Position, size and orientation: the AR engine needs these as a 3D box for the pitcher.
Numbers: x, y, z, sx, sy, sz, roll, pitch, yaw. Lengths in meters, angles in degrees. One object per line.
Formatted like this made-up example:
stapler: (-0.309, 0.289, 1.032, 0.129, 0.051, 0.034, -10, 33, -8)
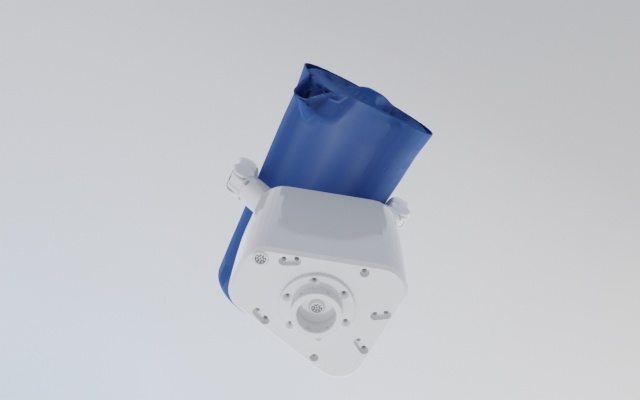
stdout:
pitcher: (0.000, 0.002, 0.481, 0.149, 0.243, 0.145, 26, 19, -9)
